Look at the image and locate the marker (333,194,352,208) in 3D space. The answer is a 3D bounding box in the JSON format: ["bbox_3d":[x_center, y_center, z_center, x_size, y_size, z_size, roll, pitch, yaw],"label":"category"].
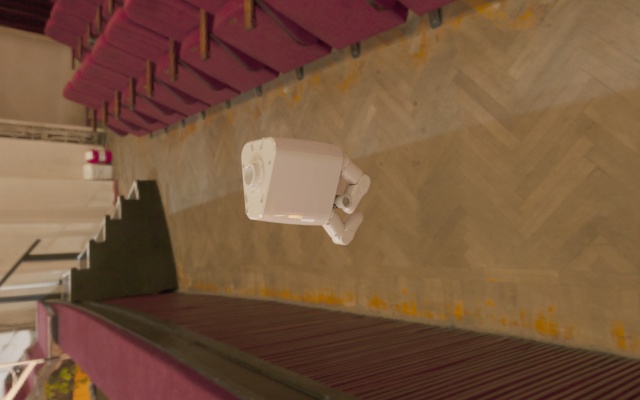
[{"bbox_3d":[0.000,0.002,0.691,0.020,0.020,0.121,0,-1,-36],"label":"marker"}]
